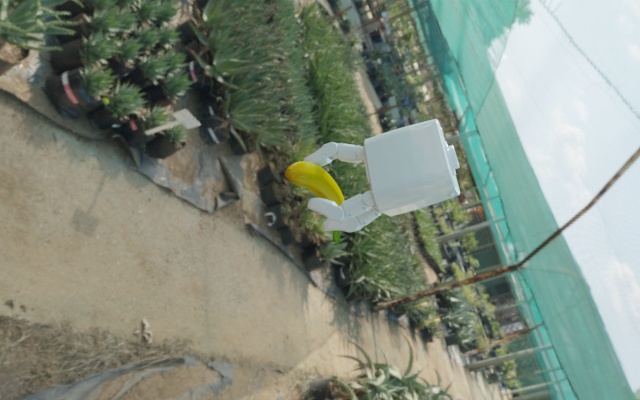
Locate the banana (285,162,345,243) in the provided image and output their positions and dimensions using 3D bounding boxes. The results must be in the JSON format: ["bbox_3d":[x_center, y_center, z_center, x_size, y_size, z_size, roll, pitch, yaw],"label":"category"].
[{"bbox_3d":[0.002,-0.011,0.722,0.037,0.069,0.198,-12,-37,20],"label":"banana"}]
